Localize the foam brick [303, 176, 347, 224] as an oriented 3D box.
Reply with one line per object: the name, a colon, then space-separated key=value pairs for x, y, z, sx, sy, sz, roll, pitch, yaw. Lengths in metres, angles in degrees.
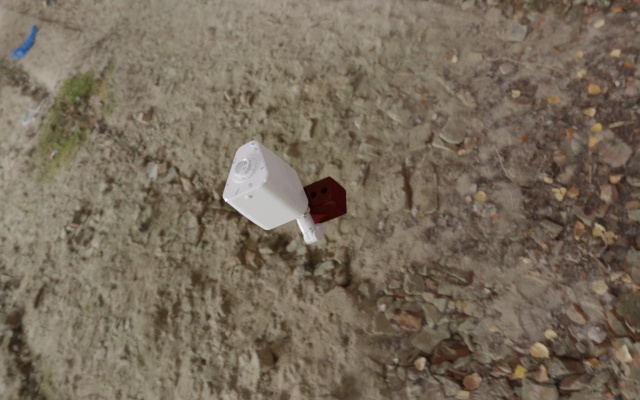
foam brick: x=0.000 y=0.003 z=0.832 sx=0.078 sy=0.053 sz=0.051 roll=-23 pitch=-41 yaw=25
